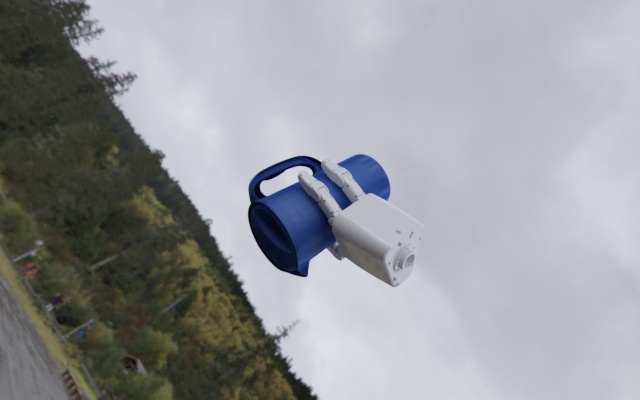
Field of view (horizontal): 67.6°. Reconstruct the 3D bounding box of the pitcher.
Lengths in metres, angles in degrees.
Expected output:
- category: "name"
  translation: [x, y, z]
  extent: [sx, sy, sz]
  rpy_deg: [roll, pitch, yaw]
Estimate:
- category: "pitcher"
  translation: [0.000, 0.003, 0.828]
  extent: [0.242, 0.149, 0.145]
  rpy_deg: [-31, 45, -31]
